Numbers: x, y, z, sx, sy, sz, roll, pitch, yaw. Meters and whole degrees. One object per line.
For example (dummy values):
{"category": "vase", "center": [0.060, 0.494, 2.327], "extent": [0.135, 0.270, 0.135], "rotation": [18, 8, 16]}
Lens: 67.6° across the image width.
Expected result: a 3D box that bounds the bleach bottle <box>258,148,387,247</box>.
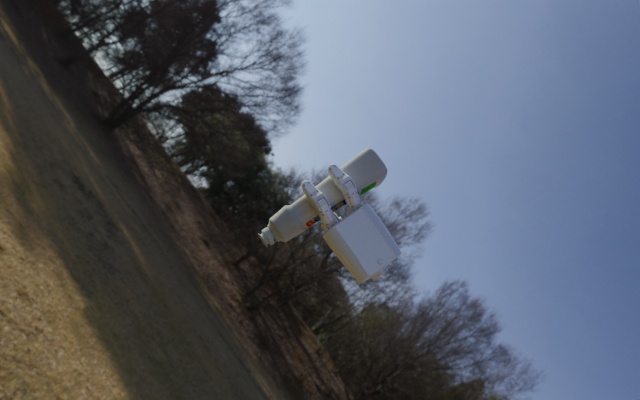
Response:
{"category": "bleach bottle", "center": [0.000, 0.003, 0.859], "extent": [0.251, 0.068, 0.102], "rotation": [-34, -8, -14]}
